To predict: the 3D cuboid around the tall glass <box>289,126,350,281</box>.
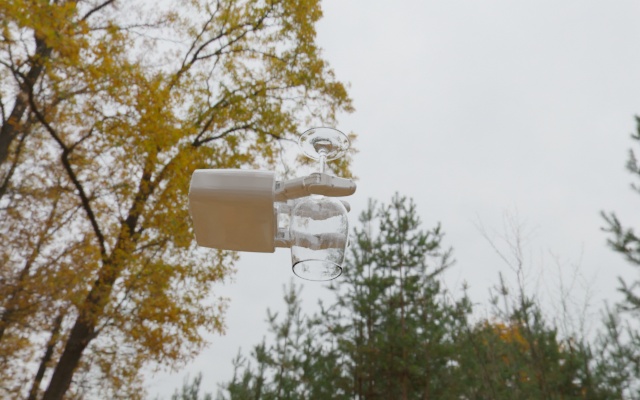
[{"bbox_3d":[0.000,0.001,0.631,0.079,0.201,0.079,2,-33,1],"label":"tall glass"}]
